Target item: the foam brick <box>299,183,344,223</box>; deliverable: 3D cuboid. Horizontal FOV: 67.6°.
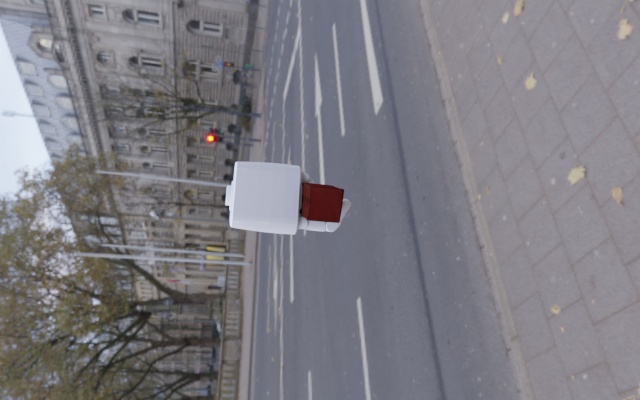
[{"bbox_3d":[0.000,0.002,0.739,0.051,0.053,0.078,6,4,-12],"label":"foam brick"}]
